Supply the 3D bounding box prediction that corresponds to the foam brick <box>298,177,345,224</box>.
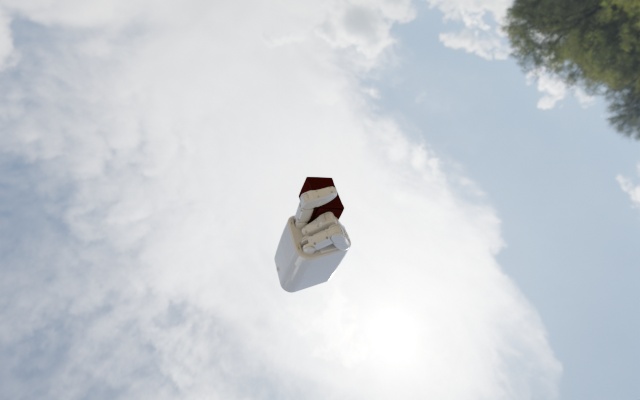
[{"bbox_3d":[0.000,0.002,0.833,0.053,0.078,0.051,3,-45,-24],"label":"foam brick"}]
